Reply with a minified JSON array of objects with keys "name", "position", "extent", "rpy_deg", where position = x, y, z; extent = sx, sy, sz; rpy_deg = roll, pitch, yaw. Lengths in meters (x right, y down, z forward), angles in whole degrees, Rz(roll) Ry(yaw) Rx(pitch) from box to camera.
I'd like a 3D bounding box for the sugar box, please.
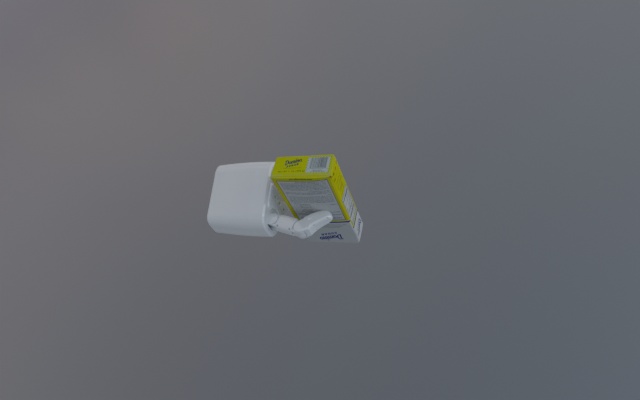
[{"name":"sugar box","position":[0.000,0.002,0.738],"extent":[0.093,0.048,0.176],"rpy_deg":[0,-33,21]}]
